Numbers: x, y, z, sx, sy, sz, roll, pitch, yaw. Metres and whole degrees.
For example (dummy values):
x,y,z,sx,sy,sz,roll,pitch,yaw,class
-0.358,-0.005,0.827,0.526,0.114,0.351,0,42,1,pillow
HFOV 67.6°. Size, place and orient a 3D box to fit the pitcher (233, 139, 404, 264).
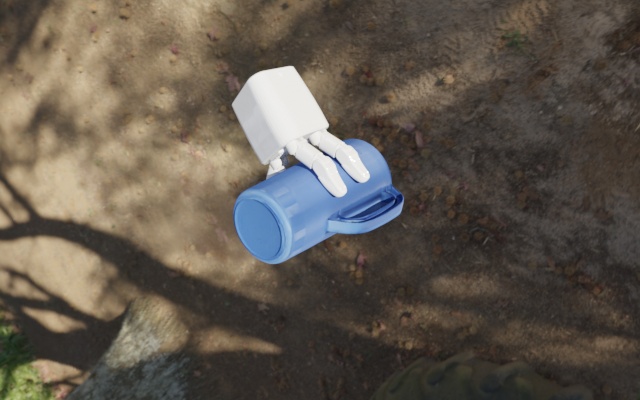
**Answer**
x,y,z,sx,sy,sz,roll,pitch,yaw,class
0.000,0.002,0.708,0.149,0.145,0.242,-28,0,44,pitcher
